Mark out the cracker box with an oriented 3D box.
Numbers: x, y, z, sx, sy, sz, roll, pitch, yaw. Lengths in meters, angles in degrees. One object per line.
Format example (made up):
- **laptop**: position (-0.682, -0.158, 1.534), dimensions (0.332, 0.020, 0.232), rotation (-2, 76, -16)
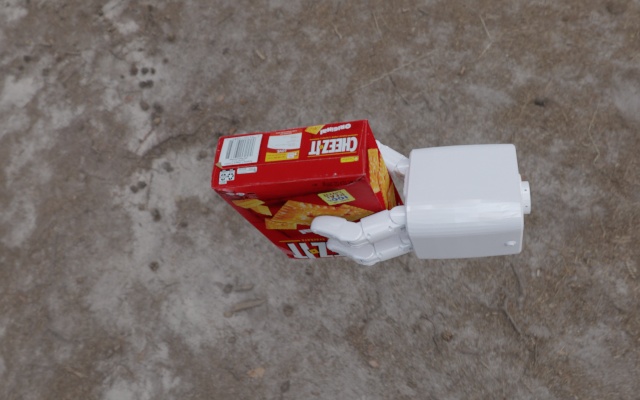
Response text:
- **cracker box**: position (0.000, 0.002, 0.550), dimensions (0.164, 0.072, 0.214), rotation (-4, -28, 19)
